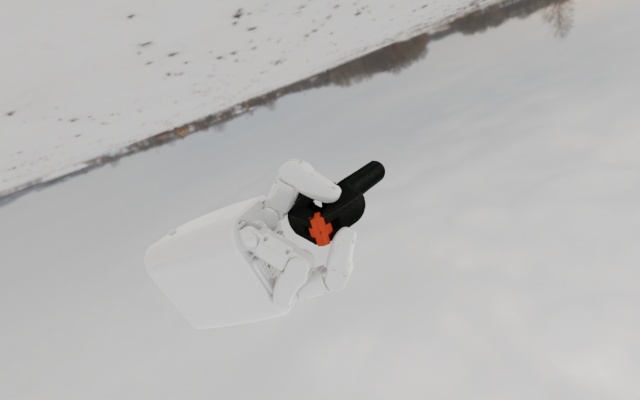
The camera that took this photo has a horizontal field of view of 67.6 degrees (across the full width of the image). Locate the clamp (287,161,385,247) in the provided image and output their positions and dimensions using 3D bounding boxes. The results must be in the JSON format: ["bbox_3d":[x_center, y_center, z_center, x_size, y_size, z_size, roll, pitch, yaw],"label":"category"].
[{"bbox_3d":[0.000,0.002,0.506,0.120,0.039,0.171,-17,14,22],"label":"clamp"}]
